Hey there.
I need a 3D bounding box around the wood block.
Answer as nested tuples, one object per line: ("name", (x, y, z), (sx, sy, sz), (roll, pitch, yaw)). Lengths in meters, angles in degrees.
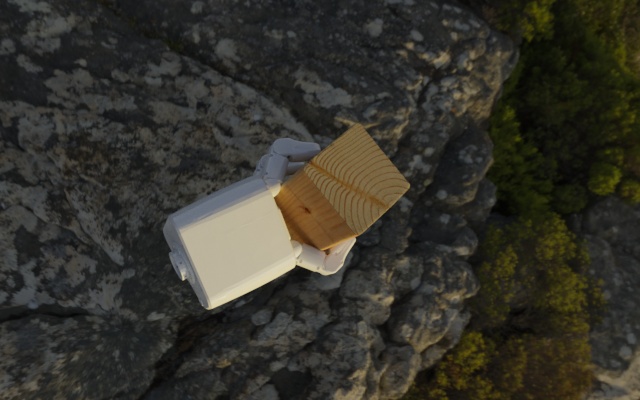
("wood block", (0.000, 0.002, 0.574), (0.090, 0.091, 0.206), (-41, 4, -26))
